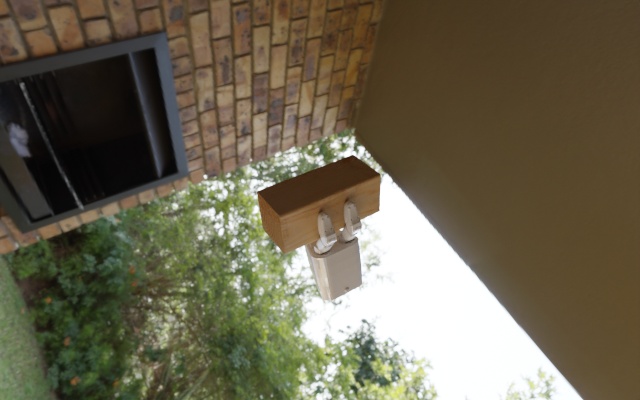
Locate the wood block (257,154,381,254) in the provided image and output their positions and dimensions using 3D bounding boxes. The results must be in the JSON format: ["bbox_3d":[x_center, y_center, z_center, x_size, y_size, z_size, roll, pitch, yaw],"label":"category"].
[{"bbox_3d":[0.000,0.003,0.870,0.206,0.090,0.090,-23,40,-23],"label":"wood block"}]
